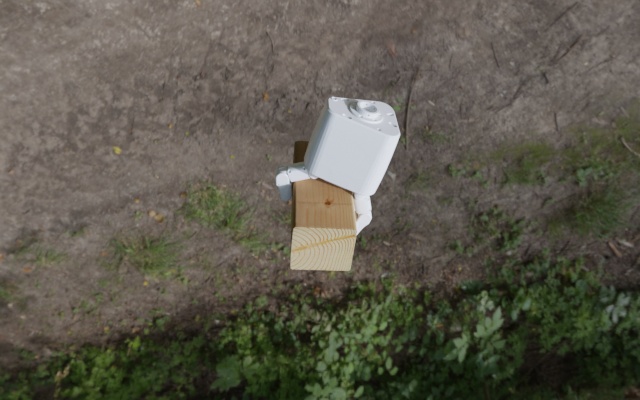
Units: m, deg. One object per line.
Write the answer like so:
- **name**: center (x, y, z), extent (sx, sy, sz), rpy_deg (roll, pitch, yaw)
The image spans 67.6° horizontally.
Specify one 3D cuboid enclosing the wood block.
- **wood block**: center (0.000, 0.002, 0.752), extent (0.091, 0.090, 0.206), rpy_deg (3, 41, -4)
